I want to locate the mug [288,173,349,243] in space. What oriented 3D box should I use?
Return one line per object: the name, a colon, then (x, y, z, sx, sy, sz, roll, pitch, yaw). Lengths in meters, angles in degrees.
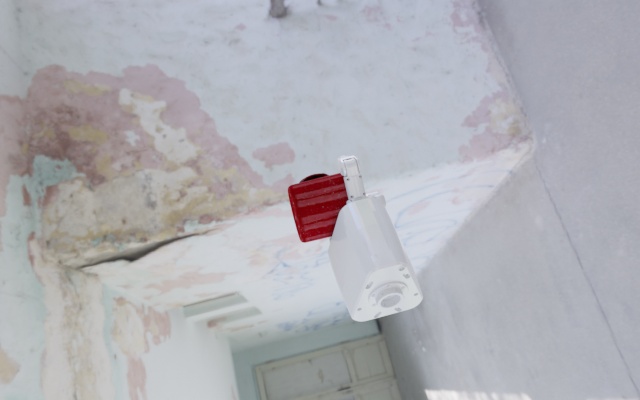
mug: (0.000, 0.001, 0.662, 0.081, 0.093, 0.117, -14, 45, -6)
